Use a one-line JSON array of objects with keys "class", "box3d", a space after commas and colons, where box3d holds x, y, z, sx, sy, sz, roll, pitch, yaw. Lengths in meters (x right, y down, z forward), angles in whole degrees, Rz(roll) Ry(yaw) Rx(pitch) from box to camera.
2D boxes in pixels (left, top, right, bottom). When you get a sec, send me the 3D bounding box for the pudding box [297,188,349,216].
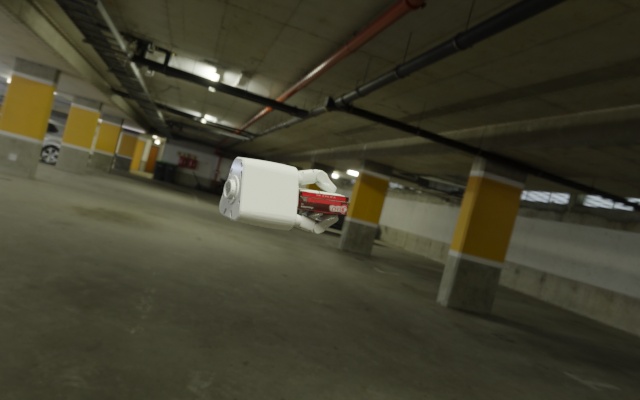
[{"class": "pudding box", "box3d": [0.000, 0.003, 0.880, 0.090, 0.039, 0.113, 8, 3, -5]}]
